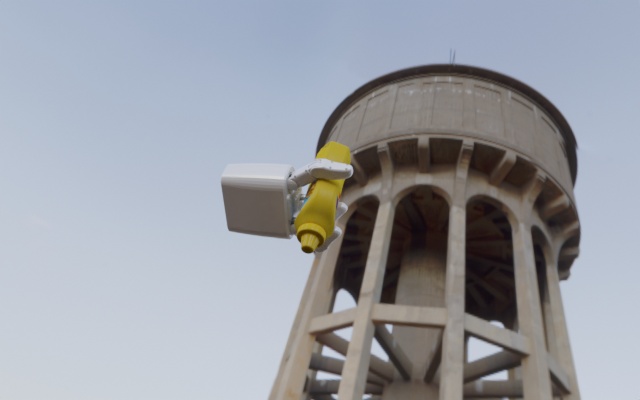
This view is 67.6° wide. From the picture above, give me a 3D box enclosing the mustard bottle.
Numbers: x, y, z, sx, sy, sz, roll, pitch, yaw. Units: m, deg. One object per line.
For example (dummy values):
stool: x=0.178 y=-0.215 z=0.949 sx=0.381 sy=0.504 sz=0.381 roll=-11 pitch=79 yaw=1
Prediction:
mustard bottle: x=0.001 y=0.002 z=0.723 sx=0.058 sy=0.191 sz=0.096 roll=21 pitch=-45 yaw=-4
